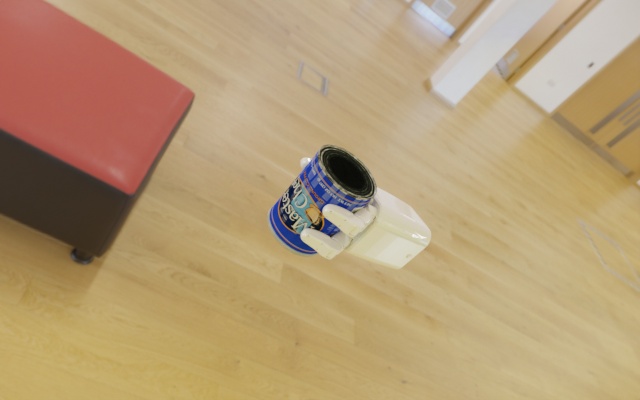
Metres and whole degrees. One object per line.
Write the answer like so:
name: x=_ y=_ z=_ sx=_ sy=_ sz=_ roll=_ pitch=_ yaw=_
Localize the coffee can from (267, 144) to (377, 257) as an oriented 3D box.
coffee can: x=0.000 y=0.002 z=0.706 sx=0.103 sy=0.102 sz=0.140 roll=0 pitch=-39 yaw=-46
